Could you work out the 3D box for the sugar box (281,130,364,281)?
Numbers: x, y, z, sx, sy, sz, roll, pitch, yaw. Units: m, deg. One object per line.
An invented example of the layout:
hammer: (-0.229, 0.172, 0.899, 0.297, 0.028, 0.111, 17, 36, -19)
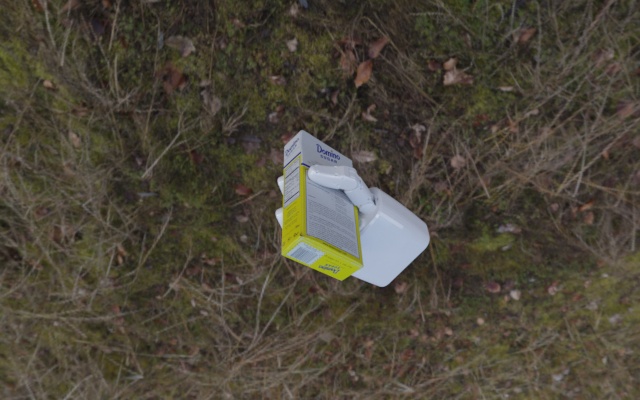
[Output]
sugar box: (0.000, 0.002, 0.591, 0.093, 0.176, 0.048, 29, -52, -30)
